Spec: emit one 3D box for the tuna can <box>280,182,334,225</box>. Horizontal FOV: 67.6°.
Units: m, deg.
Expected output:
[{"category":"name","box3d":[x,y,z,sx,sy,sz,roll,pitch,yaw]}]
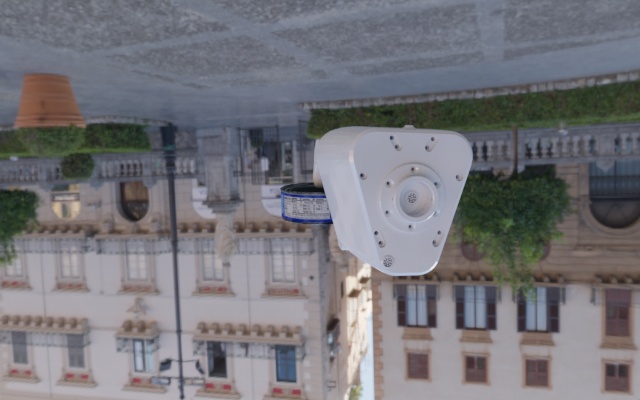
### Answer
[{"category":"tuna can","box3d":[0.000,0.002,0.513,0.086,0.034,0.086,-1,9,0]}]
